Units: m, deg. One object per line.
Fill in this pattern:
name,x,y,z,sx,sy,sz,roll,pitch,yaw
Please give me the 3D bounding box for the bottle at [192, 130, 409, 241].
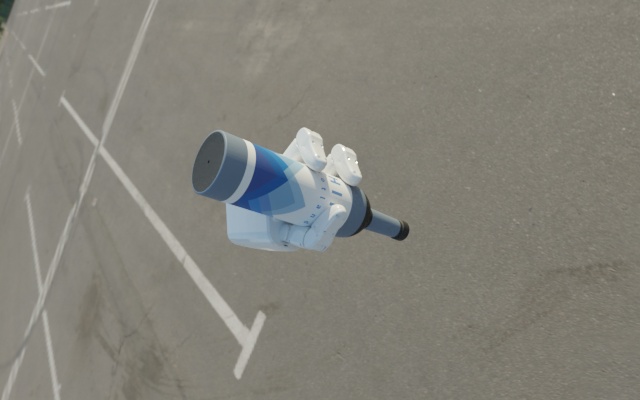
bottle,0.000,0.002,0.554,0.296,0.069,0.069,20,-13,-38
